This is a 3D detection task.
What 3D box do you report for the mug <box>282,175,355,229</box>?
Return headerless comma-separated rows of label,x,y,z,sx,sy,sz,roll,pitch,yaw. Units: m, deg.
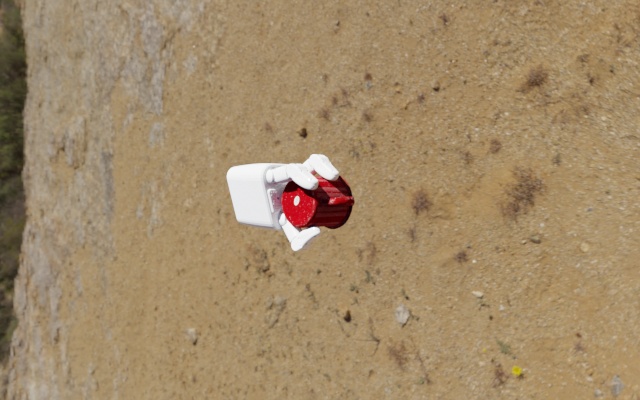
mug,0.001,0.003,0.763,0.117,0.093,0.081,3,3,45
